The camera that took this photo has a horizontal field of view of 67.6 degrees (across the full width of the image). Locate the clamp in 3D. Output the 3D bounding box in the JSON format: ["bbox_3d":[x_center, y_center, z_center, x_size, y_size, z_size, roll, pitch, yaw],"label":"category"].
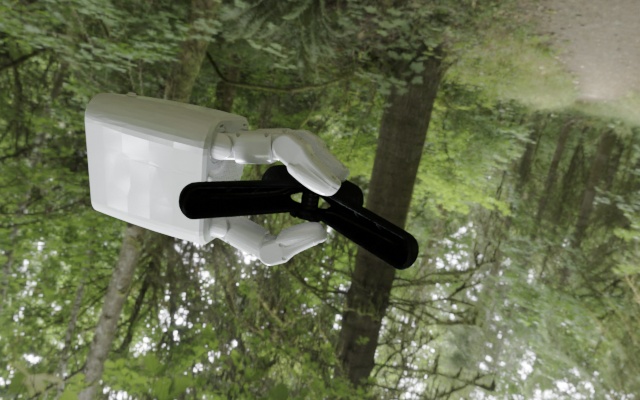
[{"bbox_3d":[0.000,0.002,0.404,0.164,0.036,0.210,16,13,7],"label":"clamp"}]
